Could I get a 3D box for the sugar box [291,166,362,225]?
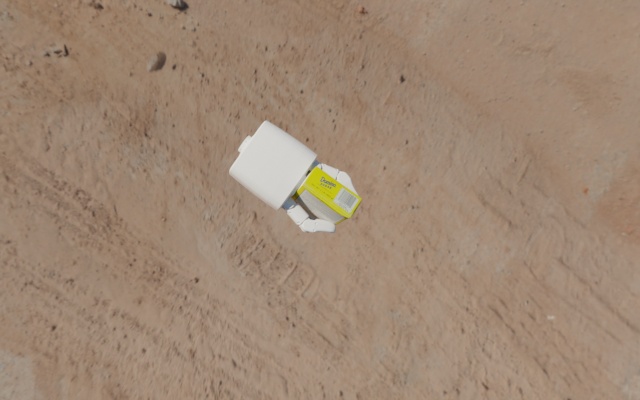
[{"bbox_3d":[0.000,0.002,0.825,0.093,0.048,0.176,36,-14,-5],"label":"sugar box"}]
